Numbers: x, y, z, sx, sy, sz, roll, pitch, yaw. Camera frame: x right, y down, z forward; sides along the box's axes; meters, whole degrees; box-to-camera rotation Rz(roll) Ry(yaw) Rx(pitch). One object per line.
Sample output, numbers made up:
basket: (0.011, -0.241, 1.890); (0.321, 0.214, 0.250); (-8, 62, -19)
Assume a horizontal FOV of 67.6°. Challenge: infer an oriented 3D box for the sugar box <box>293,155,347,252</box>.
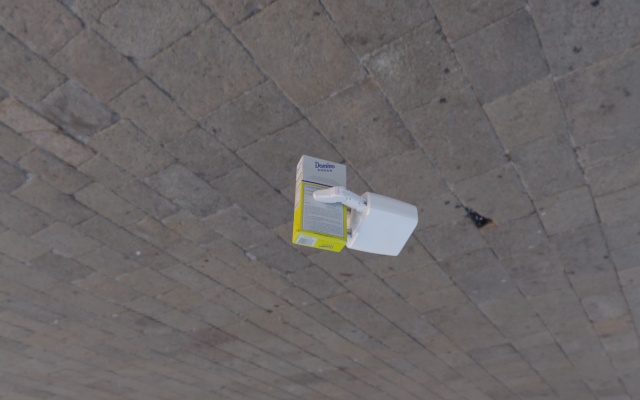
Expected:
sugar box: (0.000, 0.003, 0.892); (0.093, 0.176, 0.048); (13, -39, -15)
